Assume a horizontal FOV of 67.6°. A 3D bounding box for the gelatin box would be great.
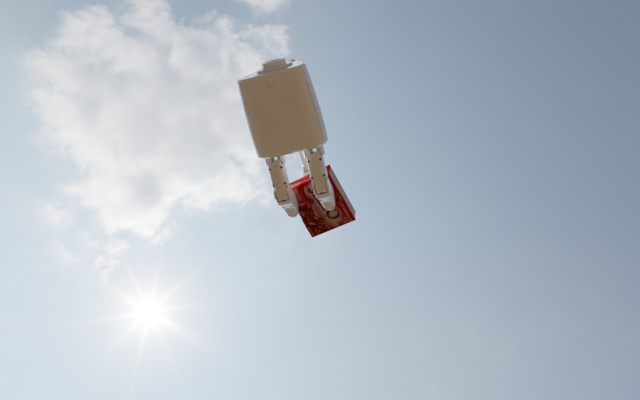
[{"bbox_3d":[0.000,0.002,0.697,0.073,0.089,0.030,-23,24,16],"label":"gelatin box"}]
